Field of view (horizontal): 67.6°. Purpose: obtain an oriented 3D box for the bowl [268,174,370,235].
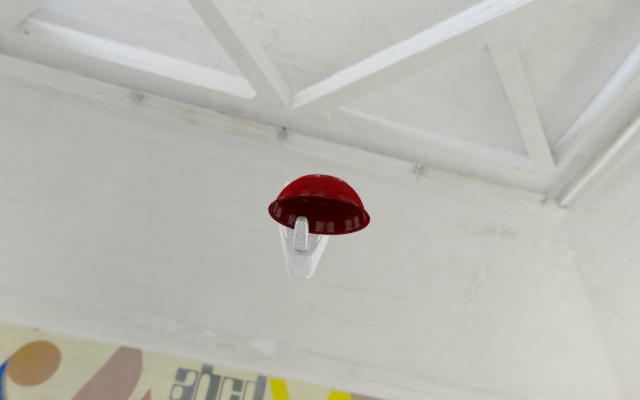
[{"bbox_3d":[0.001,0.002,0.759,0.162,0.055,0.162,5,-23,2],"label":"bowl"}]
